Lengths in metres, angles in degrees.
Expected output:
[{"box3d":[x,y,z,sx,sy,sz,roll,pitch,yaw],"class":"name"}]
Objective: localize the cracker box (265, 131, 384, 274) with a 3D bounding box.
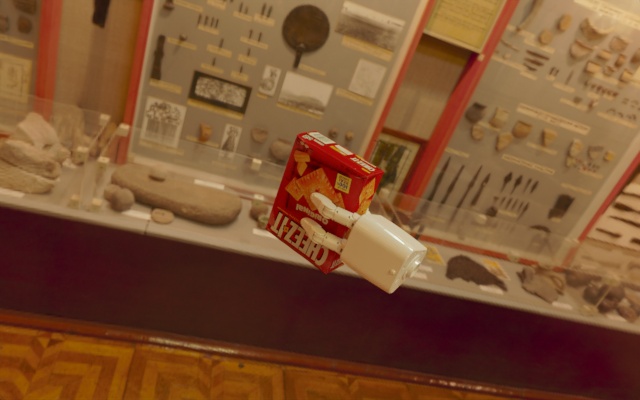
[{"box3d":[0.000,0.003,0.887,0.164,0.214,0.072,34,28,24],"class":"cracker box"}]
